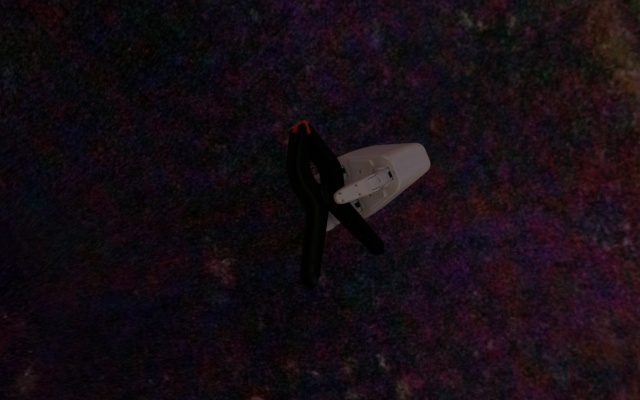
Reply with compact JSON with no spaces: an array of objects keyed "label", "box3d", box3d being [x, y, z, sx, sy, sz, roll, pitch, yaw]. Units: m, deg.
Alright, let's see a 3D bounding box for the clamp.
[{"label":"clamp","box3d":[0.001,0.001,0.612,0.036,0.210,0.164,-21,4,40]}]
